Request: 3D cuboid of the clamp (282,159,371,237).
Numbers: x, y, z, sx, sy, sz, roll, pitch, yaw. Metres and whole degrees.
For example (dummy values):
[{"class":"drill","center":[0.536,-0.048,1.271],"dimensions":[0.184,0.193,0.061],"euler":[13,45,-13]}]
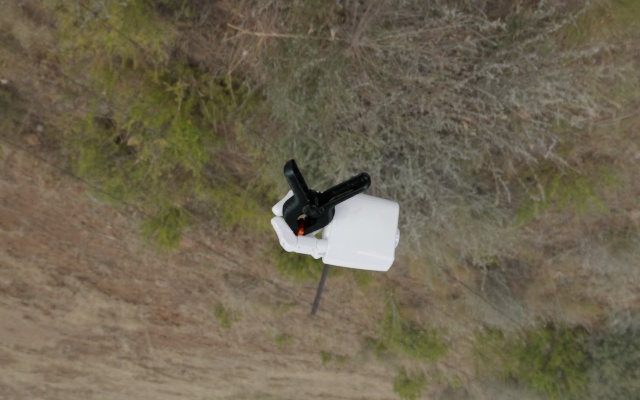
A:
[{"class":"clamp","center":[0.000,0.003,0.693],"dimensions":[0.120,0.039,0.172],"euler":[9,-32,-4]}]
